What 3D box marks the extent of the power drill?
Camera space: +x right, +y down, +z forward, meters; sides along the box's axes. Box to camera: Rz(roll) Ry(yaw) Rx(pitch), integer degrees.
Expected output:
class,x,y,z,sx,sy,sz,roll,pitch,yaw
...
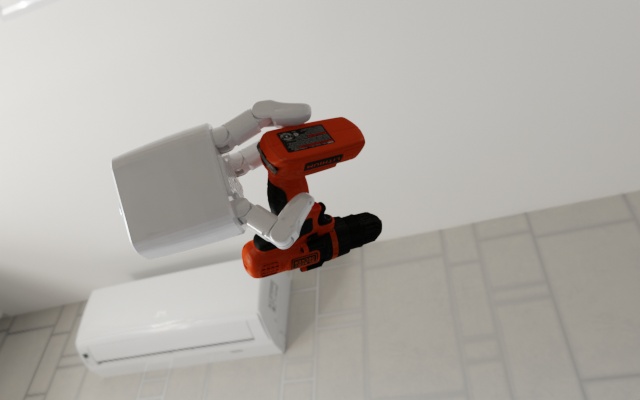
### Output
class,x,y,z,sx,sy,sz,roll,pitch,yaw
power drill,0.000,0.001,0.540,0.184,0.188,0.057,-16,45,-23
